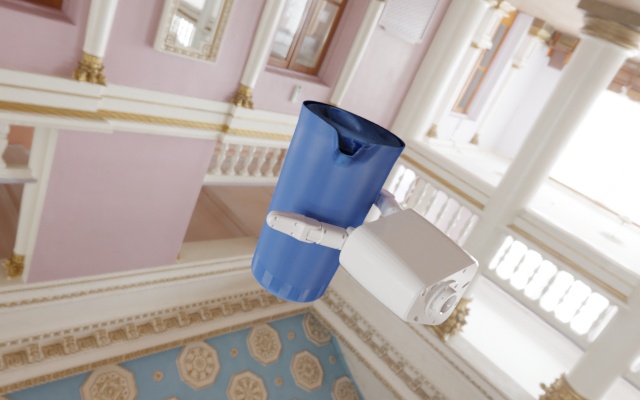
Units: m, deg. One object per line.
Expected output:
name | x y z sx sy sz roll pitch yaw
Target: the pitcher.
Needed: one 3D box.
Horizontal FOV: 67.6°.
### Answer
pitcher | 0.000 0.002 0.619 0.149 0.243 0.145 1 30 -45
